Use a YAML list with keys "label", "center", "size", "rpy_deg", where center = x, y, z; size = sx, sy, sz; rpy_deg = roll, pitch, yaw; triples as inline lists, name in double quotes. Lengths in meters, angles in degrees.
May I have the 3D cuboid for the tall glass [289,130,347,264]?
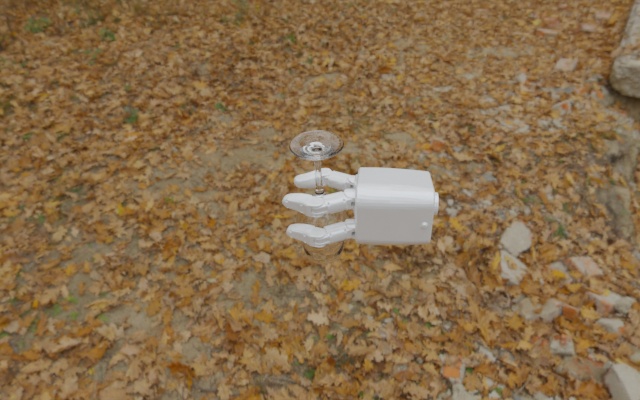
- label: "tall glass"
  center: [0.000, 0.002, 0.705]
  size: [0.079, 0.201, 0.079]
  rpy_deg: [-2, 38, 2]
